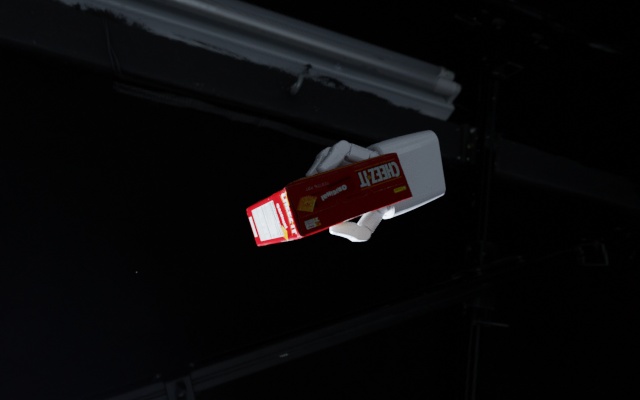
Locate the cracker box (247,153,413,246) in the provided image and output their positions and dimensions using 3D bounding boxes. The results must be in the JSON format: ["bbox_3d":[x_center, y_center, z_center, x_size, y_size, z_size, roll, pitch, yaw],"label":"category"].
[{"bbox_3d":[0.000,0.002,0.678,0.164,0.072,0.214,-19,-1,-23],"label":"cracker box"}]
